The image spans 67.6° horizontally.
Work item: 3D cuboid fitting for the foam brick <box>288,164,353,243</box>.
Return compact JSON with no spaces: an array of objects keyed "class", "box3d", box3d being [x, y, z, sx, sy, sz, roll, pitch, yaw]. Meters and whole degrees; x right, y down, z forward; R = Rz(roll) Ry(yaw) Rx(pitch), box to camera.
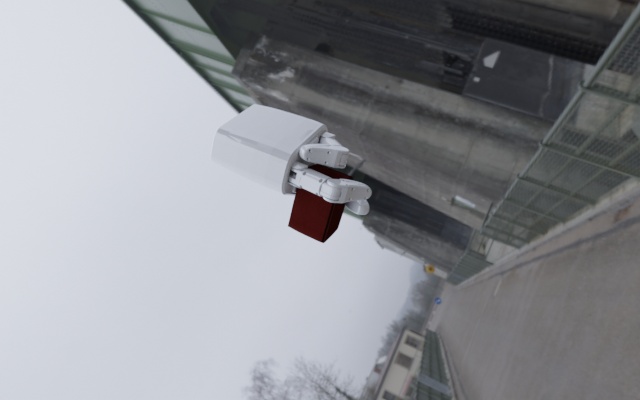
[{"class":"foam brick","box3d":[0.000,0.002,0.591,0.051,0.078,0.053,21,22,16]}]
